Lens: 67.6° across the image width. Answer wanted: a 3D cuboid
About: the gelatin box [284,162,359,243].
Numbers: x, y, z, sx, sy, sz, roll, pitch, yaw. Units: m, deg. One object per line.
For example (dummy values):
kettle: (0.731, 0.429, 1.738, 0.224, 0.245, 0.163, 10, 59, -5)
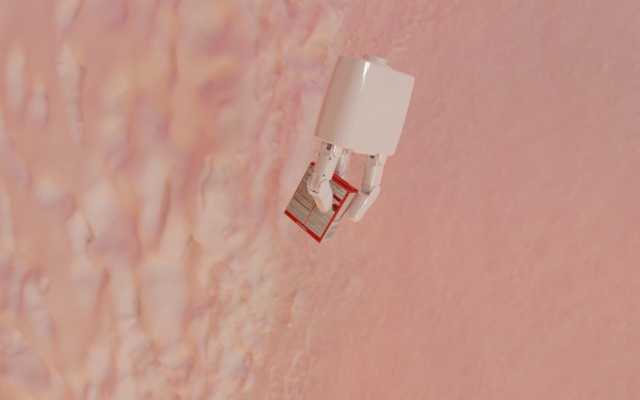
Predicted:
gelatin box: (0.000, 0.002, 0.661, 0.073, 0.089, 0.030, 38, 19, 25)
